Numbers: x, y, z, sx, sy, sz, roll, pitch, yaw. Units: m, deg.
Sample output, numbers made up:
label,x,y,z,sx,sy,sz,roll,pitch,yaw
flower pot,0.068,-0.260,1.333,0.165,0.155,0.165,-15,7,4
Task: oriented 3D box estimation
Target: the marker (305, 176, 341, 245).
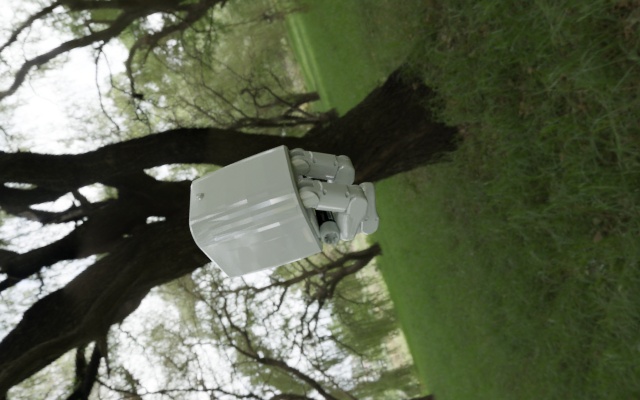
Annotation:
label,x,y,z,sx,sy,sz,roll,pitch,yaw
marker,0.000,0.002,0.515,0.020,0.020,0.121,0,36,-13
